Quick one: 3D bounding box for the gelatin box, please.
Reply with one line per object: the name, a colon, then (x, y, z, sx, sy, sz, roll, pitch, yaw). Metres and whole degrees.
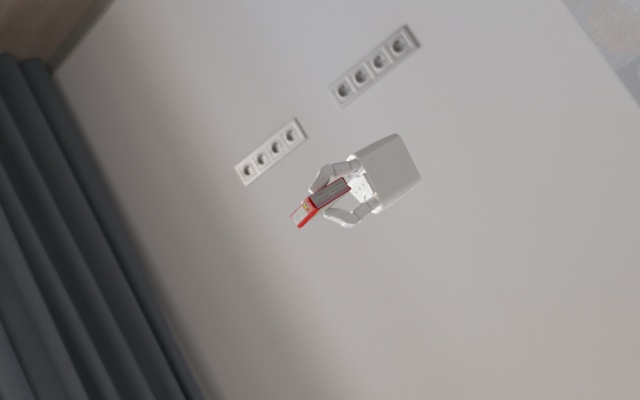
gelatin box: (0.000, 0.003, 0.801, 0.089, 0.030, 0.073, -33, -8, -39)
